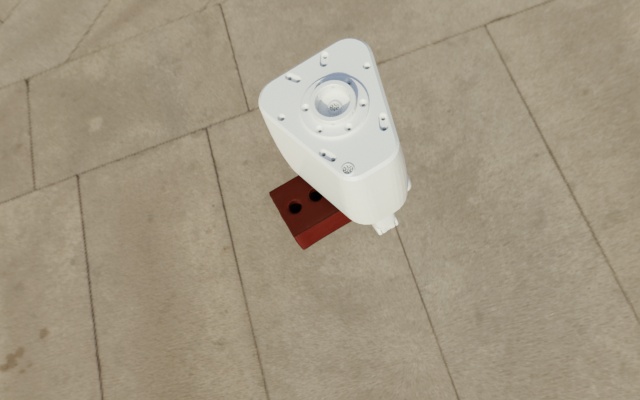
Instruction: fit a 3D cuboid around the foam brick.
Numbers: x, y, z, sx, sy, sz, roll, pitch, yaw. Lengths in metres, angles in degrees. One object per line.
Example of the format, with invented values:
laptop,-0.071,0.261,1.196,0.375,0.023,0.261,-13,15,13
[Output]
foam brick,0.000,0.002,0.454,0.078,0.053,0.051,-31,-20,0
